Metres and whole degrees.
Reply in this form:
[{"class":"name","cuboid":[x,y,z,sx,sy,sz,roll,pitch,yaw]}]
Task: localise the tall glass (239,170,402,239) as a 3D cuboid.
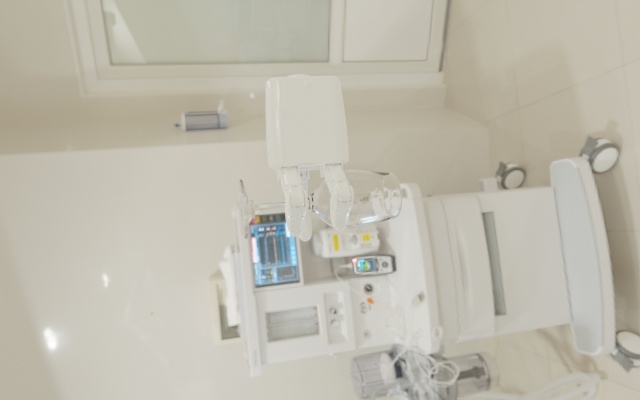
[{"class":"tall glass","cuboid":[-0.001,0.002,0.612,0.201,0.079,0.079,-5,1,-14]}]
